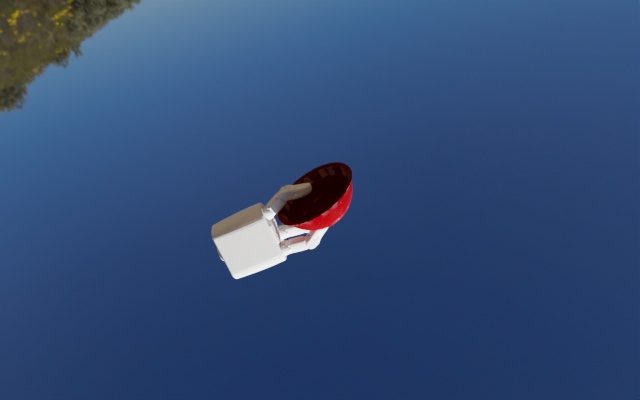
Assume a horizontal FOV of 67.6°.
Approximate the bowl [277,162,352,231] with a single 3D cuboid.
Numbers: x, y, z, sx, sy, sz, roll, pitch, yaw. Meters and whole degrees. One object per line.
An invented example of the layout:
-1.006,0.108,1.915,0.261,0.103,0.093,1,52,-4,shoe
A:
0.002,0.003,0.884,0.162,0.162,0.055,0,-44,47,bowl
